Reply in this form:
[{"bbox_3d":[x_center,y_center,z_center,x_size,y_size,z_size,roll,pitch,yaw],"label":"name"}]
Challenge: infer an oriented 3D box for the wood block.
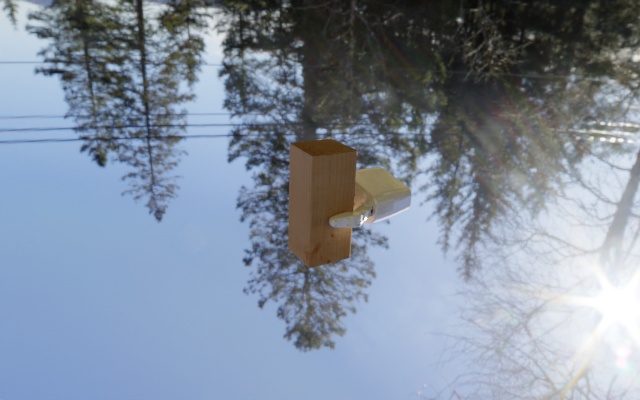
[{"bbox_3d":[0.001,0.003,0.859,0.090,0.206,0.090,-10,24,-28],"label":"wood block"}]
